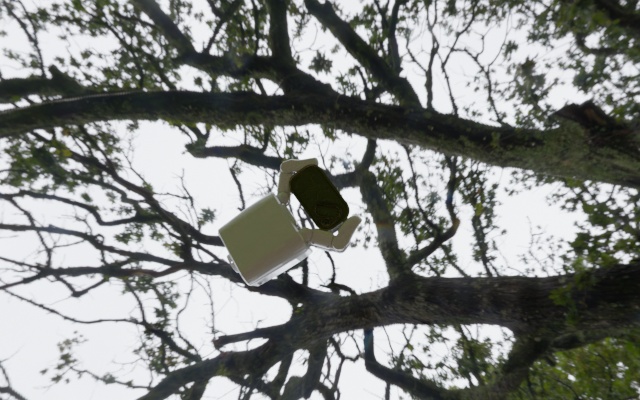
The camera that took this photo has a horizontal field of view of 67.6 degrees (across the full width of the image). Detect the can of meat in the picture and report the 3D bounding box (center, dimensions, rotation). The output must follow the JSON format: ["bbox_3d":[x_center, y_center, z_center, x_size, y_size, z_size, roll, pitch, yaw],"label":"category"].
[{"bbox_3d":[0.000,0.002,0.746,0.057,0.102,0.084,-36,-11,-3],"label":"can of meat"}]
